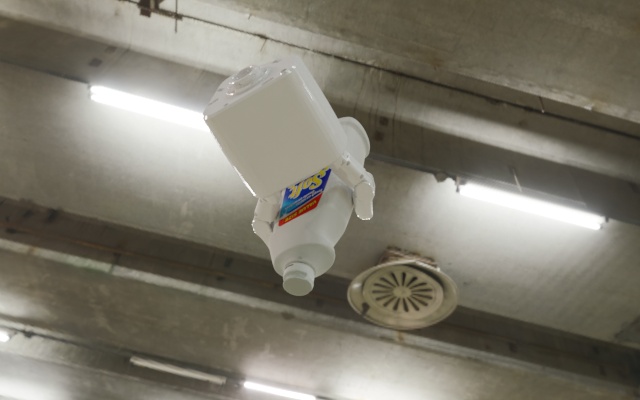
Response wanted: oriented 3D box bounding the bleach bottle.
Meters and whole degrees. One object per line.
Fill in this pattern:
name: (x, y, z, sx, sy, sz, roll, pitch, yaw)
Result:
bleach bottle: (0.000, 0.002, 0.558, 0.102, 0.068, 0.250, -17, 35, 22)
